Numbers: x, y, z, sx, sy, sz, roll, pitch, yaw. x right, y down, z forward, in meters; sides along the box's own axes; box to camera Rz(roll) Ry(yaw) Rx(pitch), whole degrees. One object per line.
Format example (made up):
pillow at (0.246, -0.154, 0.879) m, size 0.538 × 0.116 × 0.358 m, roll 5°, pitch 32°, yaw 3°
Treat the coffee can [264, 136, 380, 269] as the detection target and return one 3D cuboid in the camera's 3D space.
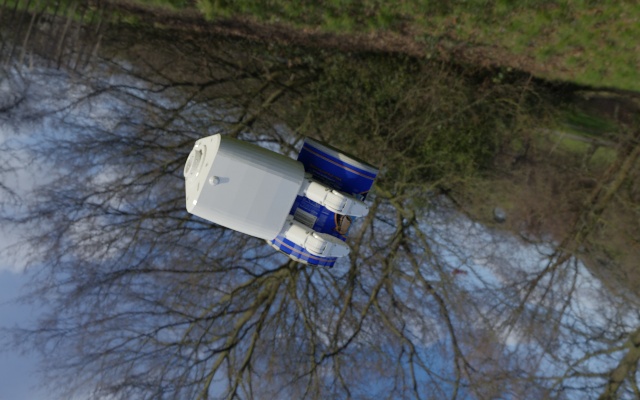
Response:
coffee can at (0.000, 0.002, 0.615) m, size 0.103 × 0.140 × 0.103 m, roll 24°, pitch 9°, yaw -4°
